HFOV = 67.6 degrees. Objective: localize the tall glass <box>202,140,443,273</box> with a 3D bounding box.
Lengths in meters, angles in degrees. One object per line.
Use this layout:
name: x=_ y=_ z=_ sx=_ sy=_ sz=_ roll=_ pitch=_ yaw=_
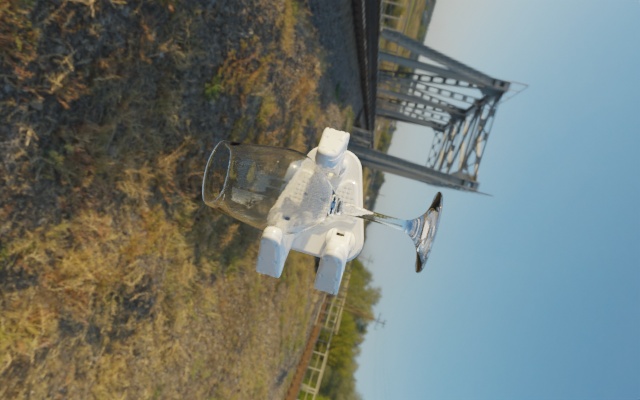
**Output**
tall glass: x=0.001 y=0.002 z=0.427 sx=0.201 sy=0.079 sz=0.079 roll=16 pitch=1 yaw=5
